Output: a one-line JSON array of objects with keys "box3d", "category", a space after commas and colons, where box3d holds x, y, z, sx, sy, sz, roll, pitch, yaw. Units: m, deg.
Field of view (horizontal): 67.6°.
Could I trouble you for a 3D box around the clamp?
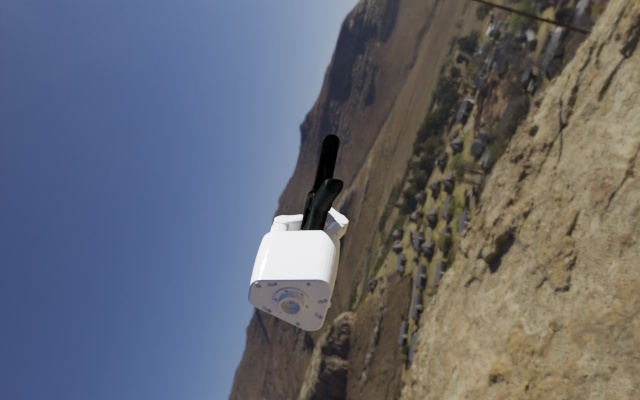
[{"box3d": [-0.001, 0.002, 0.688, 0.039, 0.172, 0.120, 11, 30, -4], "category": "clamp"}]
